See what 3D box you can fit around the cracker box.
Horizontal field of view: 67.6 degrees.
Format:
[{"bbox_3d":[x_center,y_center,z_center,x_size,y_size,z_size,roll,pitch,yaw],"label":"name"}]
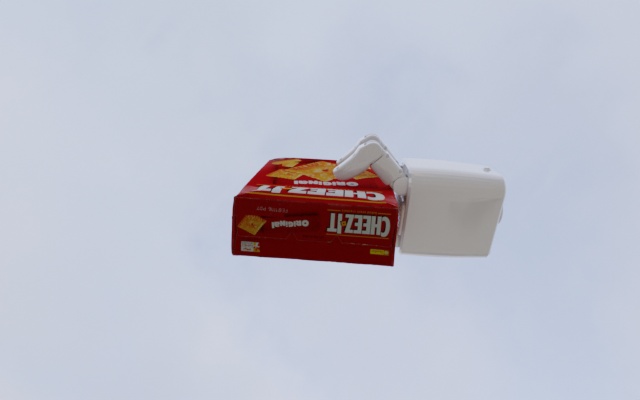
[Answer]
[{"bbox_3d":[0.000,0.002,0.564,0.164,0.072,0.213,3,15,3],"label":"cracker box"}]
